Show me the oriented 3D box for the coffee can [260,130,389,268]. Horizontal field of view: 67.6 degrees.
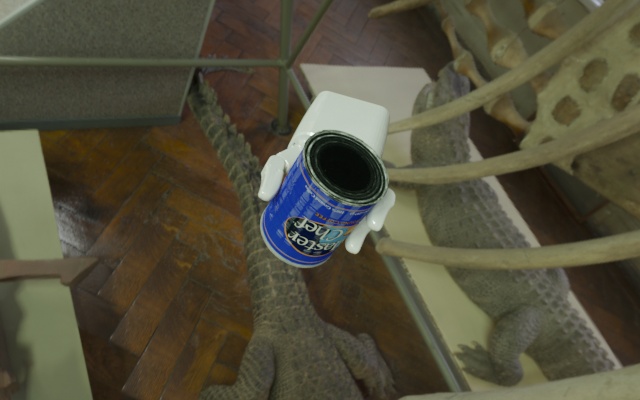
[{"bbox_3d":[0.000,0.002,0.559,0.103,0.102,0.140,0,-34,-30],"label":"coffee can"}]
